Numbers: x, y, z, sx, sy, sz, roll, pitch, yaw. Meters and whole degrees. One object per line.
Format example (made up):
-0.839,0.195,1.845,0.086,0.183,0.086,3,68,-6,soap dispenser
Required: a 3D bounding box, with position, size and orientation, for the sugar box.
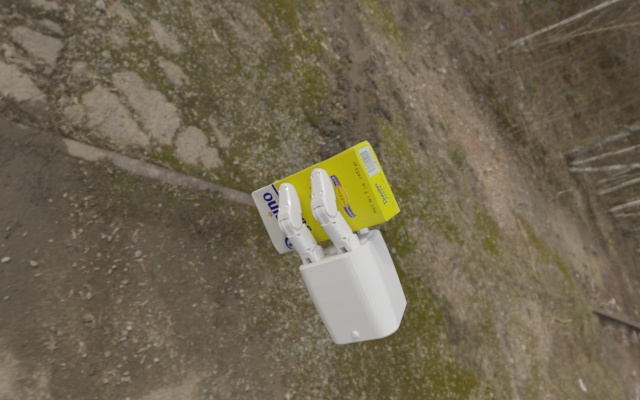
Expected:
0.000,0.002,0.592,0.176,0.093,0.048,-22,4,35,sugar box
